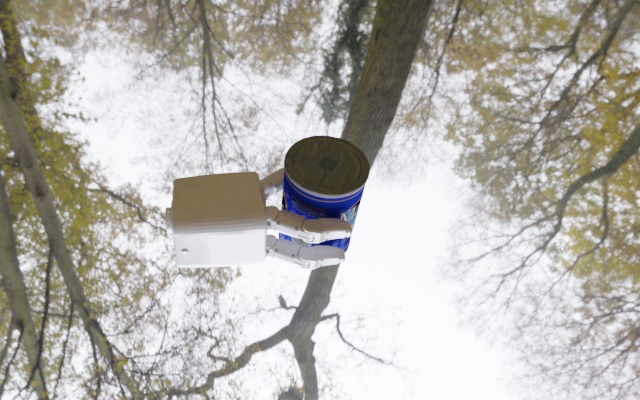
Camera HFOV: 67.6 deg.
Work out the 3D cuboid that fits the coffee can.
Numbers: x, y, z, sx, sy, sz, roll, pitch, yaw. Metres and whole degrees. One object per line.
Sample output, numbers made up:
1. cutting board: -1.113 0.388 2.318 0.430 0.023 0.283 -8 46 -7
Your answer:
1. coffee can: 0.000 0.002 0.617 0.103 0.102 0.140 0 -42 -9
